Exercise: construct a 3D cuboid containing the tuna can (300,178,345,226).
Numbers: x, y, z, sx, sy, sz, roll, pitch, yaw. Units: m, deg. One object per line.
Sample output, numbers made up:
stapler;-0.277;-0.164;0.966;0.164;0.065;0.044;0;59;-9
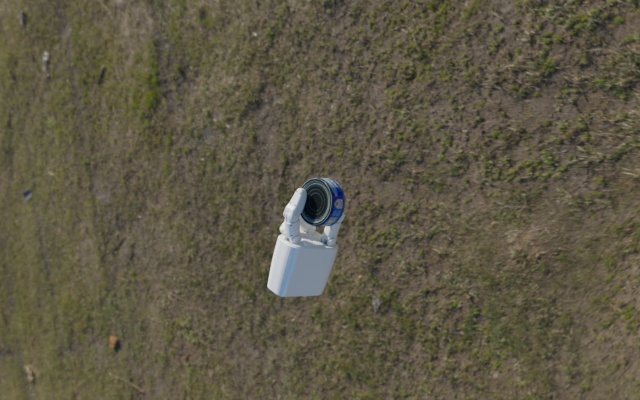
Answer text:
tuna can;0.000;0.003;0.836;0.086;0.086;0.034;0;-2;43
